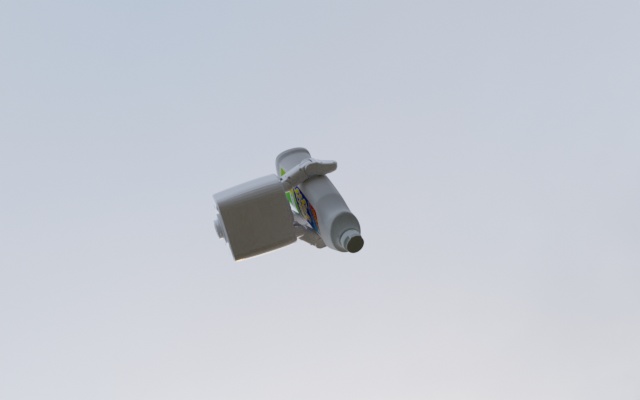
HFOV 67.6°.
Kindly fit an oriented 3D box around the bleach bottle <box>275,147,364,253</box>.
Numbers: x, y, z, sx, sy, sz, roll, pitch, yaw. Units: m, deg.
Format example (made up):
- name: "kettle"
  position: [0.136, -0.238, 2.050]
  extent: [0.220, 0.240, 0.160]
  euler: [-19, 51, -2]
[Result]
- name: "bleach bottle"
  position: [0.000, 0.003, 0.774]
  extent: [0.068, 0.103, 0.250]
  euler: [-18, 31, -16]
